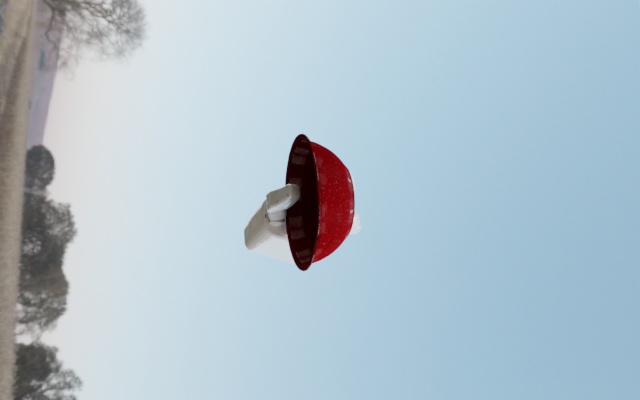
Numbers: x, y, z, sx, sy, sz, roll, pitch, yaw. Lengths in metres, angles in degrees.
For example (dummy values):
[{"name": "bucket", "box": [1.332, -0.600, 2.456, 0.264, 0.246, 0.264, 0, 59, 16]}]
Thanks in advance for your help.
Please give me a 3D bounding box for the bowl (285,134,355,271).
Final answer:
[{"name": "bowl", "box": [0.001, 0.002, 0.570, 0.055, 0.162, 0.162, -1, 0, -16]}]
